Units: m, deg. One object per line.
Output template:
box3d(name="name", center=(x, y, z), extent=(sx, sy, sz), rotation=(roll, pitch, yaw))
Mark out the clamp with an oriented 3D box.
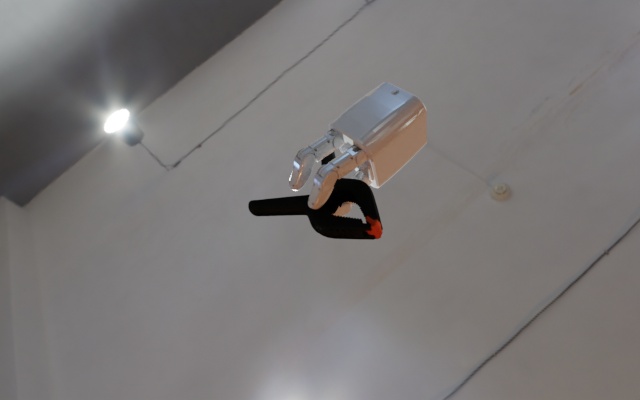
box3d(name="clamp", center=(0.001, 0.003, 0.664), extent=(0.210, 0.164, 0.036), rotation=(42, -13, 45))
